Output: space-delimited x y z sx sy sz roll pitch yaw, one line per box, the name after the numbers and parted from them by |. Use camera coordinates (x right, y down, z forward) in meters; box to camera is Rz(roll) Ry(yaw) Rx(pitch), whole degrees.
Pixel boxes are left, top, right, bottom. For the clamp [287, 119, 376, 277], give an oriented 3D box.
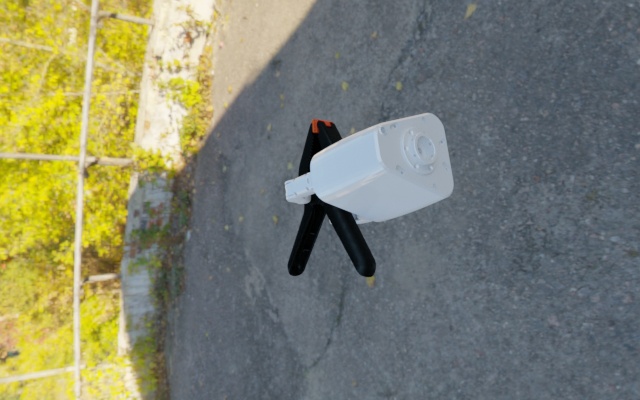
0.000 0.001 0.617 0.036 0.210 0.164 3 -15 -37 | clamp
